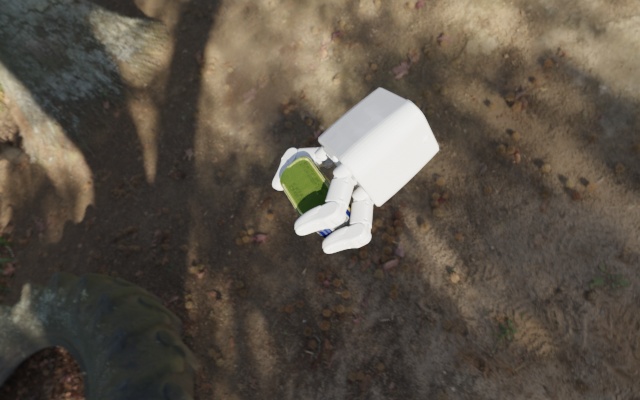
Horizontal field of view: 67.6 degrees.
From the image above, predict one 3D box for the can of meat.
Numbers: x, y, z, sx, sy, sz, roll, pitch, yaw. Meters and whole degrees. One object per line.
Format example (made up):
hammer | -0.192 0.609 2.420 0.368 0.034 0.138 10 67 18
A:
can of meat | 0.000 0.002 0.612 0.084 0.057 0.102 46 6 -49
